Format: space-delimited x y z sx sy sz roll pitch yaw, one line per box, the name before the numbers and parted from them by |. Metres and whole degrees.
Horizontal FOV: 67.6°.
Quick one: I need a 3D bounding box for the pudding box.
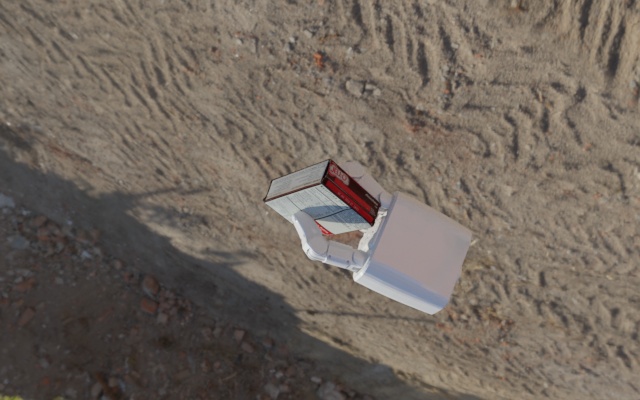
pudding box | 0.000 0.002 0.564 0.113 0.039 0.090 -17 -48 45
